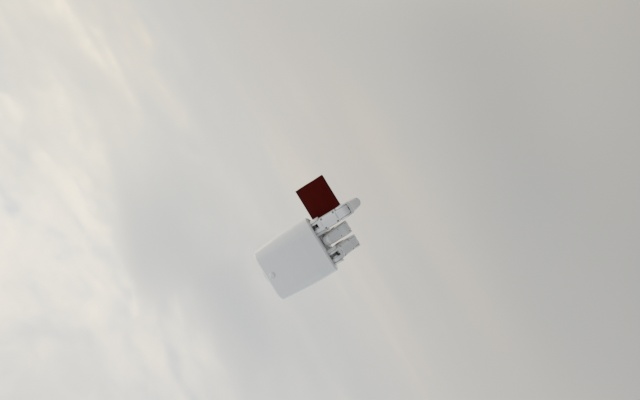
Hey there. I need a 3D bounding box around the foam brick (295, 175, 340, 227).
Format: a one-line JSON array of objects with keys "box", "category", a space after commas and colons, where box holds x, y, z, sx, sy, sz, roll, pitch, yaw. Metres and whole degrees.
[{"box": [0.000, 0.002, 0.803, 0.051, 0.078, 0.053, -31, 1, 5], "category": "foam brick"}]
